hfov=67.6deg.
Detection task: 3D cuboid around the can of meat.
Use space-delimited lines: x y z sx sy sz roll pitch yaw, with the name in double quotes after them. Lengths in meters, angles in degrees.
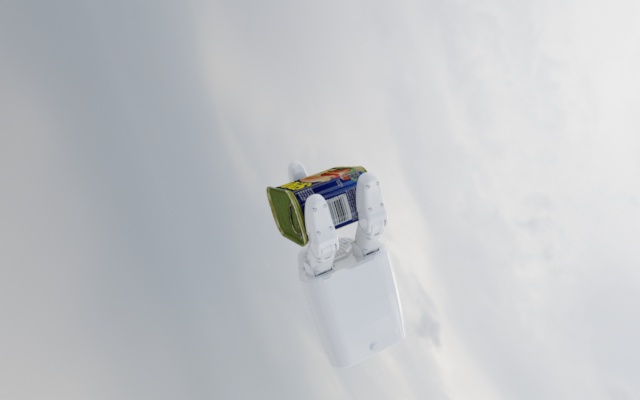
0.000 0.001 0.492 0.084 0.057 0.102 -20 11 -17 "can of meat"
